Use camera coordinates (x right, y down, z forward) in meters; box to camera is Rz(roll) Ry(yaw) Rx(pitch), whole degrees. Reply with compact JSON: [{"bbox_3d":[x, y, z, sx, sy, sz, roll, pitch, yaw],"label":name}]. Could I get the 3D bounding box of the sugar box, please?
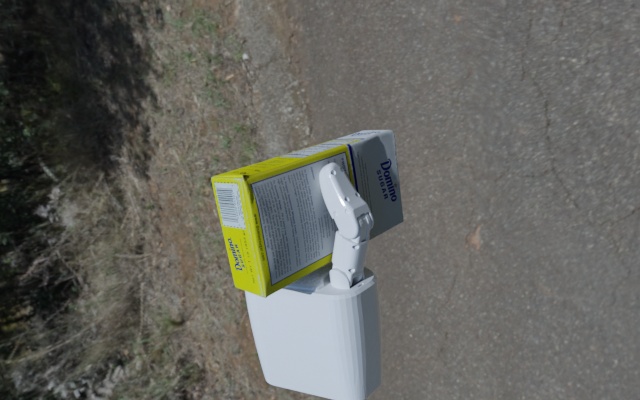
[{"bbox_3d":[0.000,0.001,0.406,0.048,0.093,0.176,6,20,43],"label":"sugar box"}]
